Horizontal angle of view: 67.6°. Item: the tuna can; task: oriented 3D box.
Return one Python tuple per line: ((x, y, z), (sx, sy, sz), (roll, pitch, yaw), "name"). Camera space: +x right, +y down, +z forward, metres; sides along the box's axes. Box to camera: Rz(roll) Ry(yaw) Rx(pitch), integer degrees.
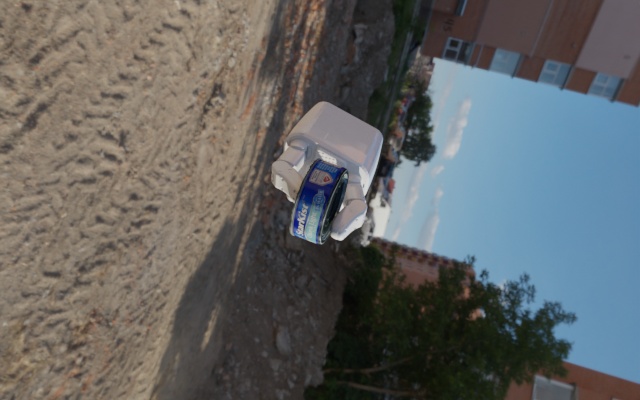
((0.001, 0.002, 0.499), (0.034, 0.086, 0.086), (20, 4, 11), "tuna can")
